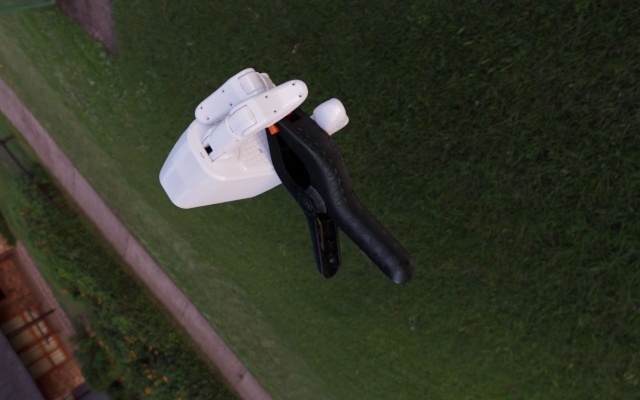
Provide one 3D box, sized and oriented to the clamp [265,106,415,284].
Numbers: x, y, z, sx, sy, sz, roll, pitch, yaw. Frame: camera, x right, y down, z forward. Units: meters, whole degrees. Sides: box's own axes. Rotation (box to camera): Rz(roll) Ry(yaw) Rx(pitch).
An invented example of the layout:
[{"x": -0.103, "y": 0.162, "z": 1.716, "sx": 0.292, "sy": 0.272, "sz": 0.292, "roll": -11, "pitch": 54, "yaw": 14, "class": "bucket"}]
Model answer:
[{"x": 0.000, "y": 0.001, "z": 0.406, "sx": 0.039, "sy": 0.171, "sz": 0.120, "roll": -32, "pitch": 3, "yaw": -36, "class": "clamp"}]
